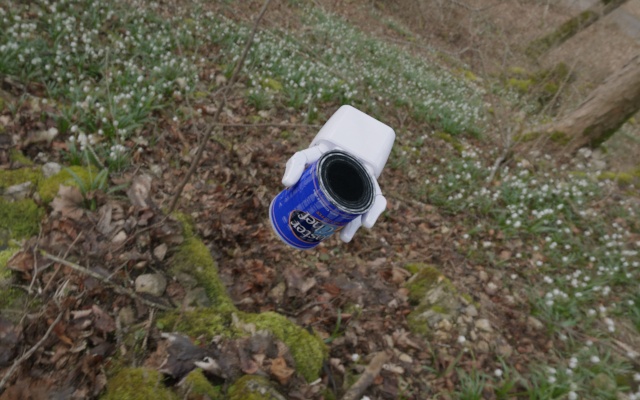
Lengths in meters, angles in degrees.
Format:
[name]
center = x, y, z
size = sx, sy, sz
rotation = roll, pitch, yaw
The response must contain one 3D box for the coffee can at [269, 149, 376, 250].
[coffee can]
center = 0.000, 0.002, 0.716
size = 0.103, 0.102, 0.140
rotation = 0, -25, -37
